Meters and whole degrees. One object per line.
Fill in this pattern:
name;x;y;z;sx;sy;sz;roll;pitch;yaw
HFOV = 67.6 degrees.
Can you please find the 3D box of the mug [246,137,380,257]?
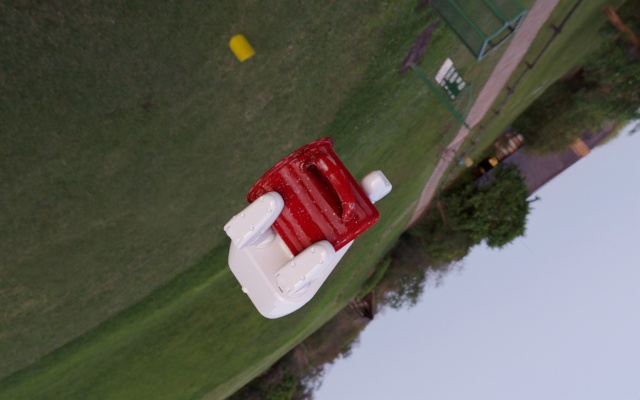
mug;0.001;0.001;0.402;0.093;0.081;0.117;-32;-9;-25
